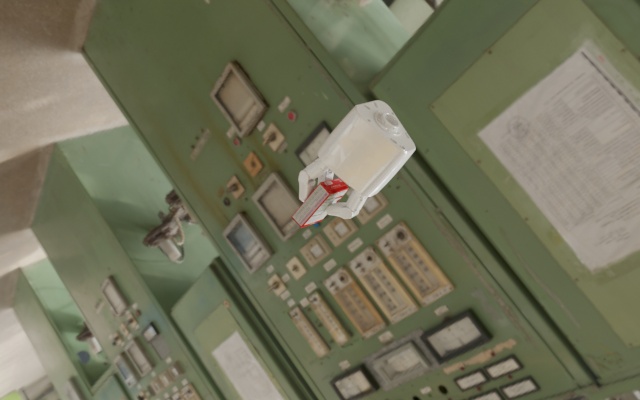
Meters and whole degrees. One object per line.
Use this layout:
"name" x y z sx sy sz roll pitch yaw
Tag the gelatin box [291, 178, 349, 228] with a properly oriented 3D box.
"gelatin box" 0.000 0.003 0.827 0.089 0.030 0.073 -50 -16 25
